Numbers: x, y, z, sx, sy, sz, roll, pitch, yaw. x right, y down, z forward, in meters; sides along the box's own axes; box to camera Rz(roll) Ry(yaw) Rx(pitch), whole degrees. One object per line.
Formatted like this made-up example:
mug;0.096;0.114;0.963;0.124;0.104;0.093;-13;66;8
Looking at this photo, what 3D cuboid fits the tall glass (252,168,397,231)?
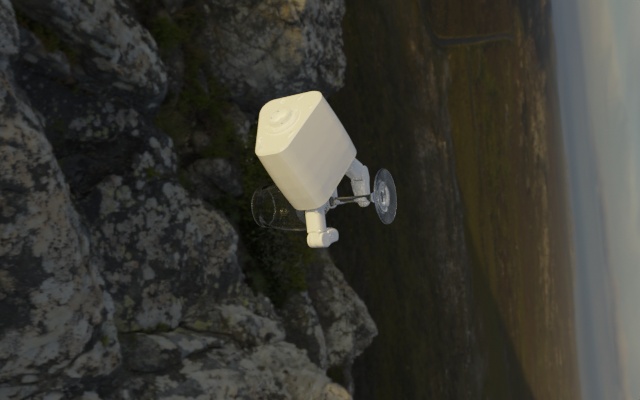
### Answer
tall glass;0.001;0.002;0.677;0.201;0.079;0.079;-5;-3;29
